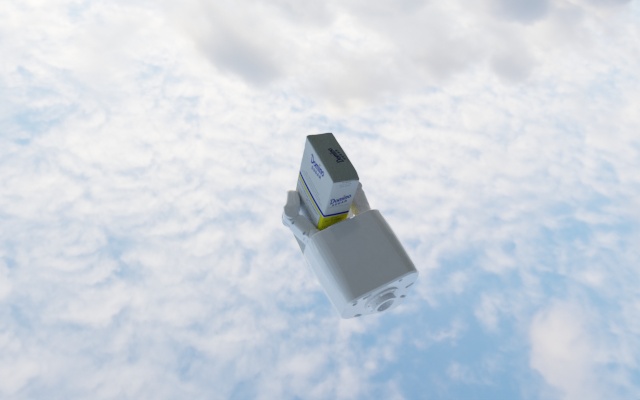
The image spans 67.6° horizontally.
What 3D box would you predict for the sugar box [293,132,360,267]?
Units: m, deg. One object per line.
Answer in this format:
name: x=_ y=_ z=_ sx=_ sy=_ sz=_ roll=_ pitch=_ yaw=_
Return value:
sugar box: x=0.001 y=0.002 z=0.667 sx=0.048 sy=0.093 sz=0.176 roll=-9 pitch=-39 yaw=-25
